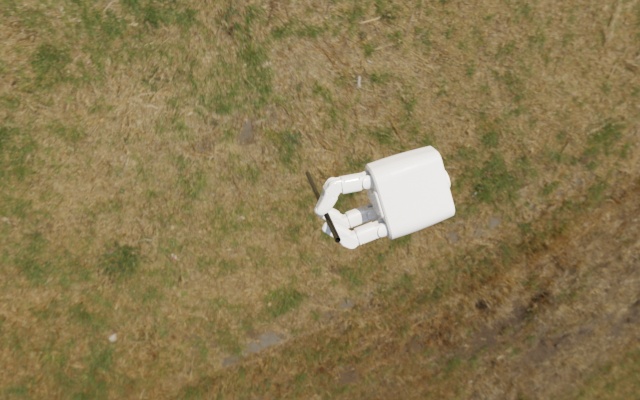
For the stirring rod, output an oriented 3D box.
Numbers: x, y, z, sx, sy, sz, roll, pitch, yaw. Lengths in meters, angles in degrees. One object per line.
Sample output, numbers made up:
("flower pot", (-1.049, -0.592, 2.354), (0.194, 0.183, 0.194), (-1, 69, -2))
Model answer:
("stirring rod", (0.000, 0.002, 0.748), (0.011, 0.011, 0.239), (0, 25, -12))
